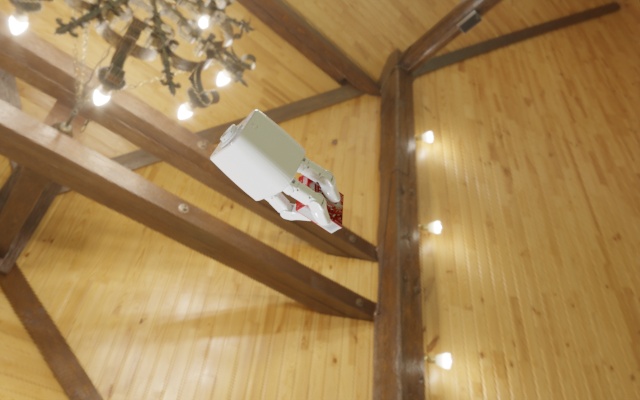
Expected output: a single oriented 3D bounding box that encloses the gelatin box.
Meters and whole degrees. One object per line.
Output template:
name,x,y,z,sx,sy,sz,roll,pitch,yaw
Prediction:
gelatin box,0.000,0.003,0.812,0.030,0.073,0.089,-30,-50,35
